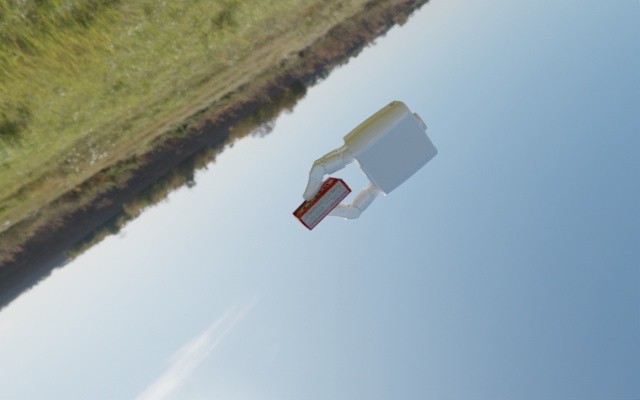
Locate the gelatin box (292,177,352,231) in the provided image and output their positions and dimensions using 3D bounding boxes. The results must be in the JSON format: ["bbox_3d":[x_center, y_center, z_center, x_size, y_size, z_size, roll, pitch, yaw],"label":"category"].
[{"bbox_3d":[0.000,0.003,0.738,0.089,0.030,0.073,-45,12,-5],"label":"gelatin box"}]
